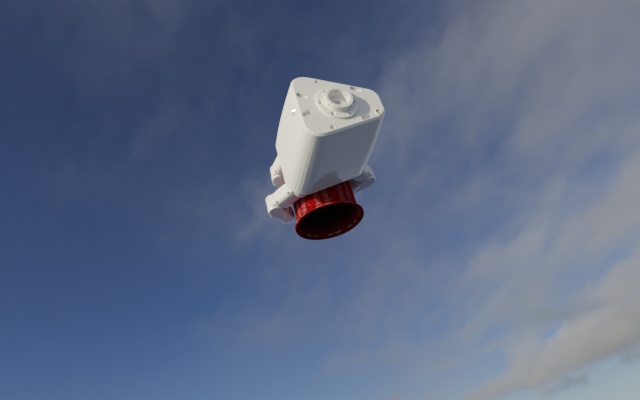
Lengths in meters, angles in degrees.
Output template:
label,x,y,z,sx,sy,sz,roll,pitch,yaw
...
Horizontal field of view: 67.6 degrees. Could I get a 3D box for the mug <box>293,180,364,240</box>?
label,x,y,z,sx,sy,sz,roll,pitch,yaw
mug,0.000,0.003,0.654,0.093,0.081,0.117,-5,-33,-18
